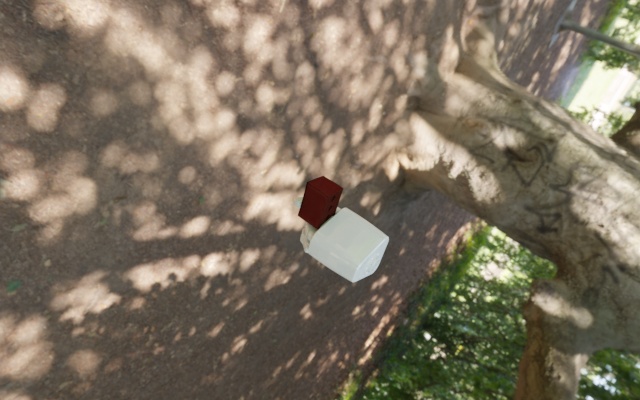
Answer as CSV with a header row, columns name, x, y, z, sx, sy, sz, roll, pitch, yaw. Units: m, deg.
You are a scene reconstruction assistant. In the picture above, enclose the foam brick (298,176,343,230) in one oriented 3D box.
name,x,y,z,sx,sy,sz,roll,pitch,yaw
foam brick,0.000,0.003,0.890,0.051,0.078,0.053,33,36,24
